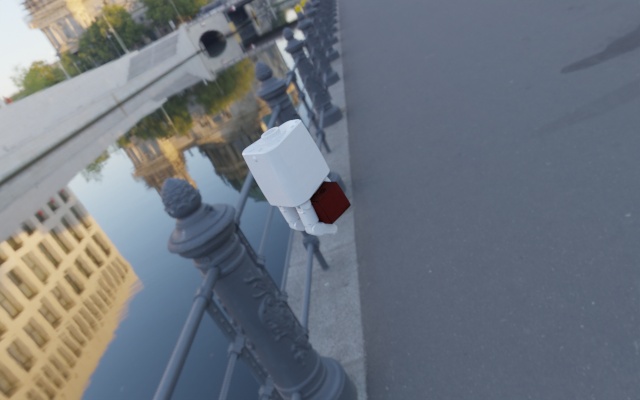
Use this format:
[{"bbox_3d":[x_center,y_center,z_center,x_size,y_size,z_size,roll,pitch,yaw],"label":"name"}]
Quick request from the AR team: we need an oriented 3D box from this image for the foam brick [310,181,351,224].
[{"bbox_3d":[0.000,0.003,0.813,0.078,0.051,0.053,4,42,51],"label":"foam brick"}]
